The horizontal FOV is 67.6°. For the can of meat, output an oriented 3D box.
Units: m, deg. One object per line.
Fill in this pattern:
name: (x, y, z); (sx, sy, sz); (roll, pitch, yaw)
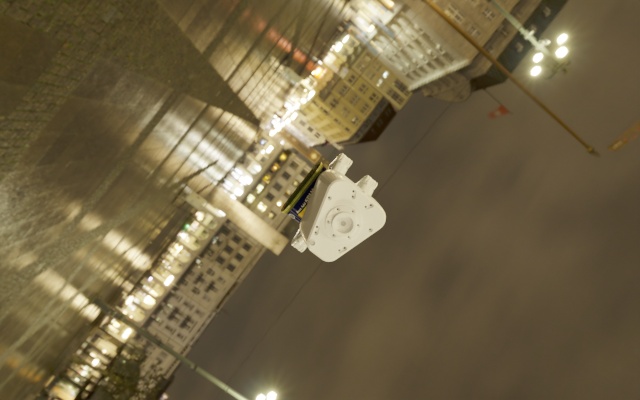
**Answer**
can of meat: (0.000, 0.003, 0.775); (0.084, 0.102, 0.057); (38, 0, -10)
